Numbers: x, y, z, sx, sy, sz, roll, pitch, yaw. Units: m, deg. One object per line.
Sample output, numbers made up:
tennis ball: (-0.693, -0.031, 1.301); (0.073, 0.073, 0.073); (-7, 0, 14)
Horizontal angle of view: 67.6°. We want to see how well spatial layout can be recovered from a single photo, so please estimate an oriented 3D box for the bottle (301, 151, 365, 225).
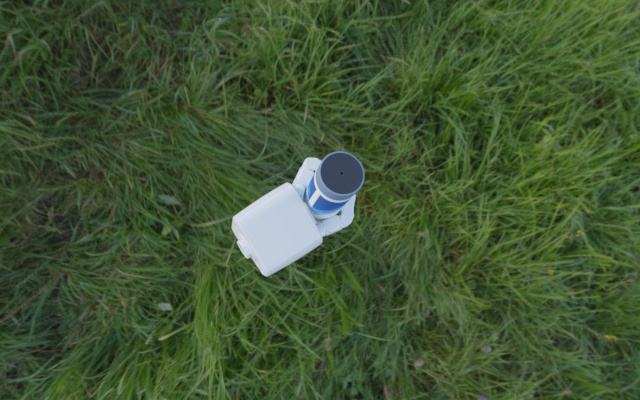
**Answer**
bottle: (0.000, 0.003, 0.806); (0.069, 0.069, 0.296); (0, -16, -12)
